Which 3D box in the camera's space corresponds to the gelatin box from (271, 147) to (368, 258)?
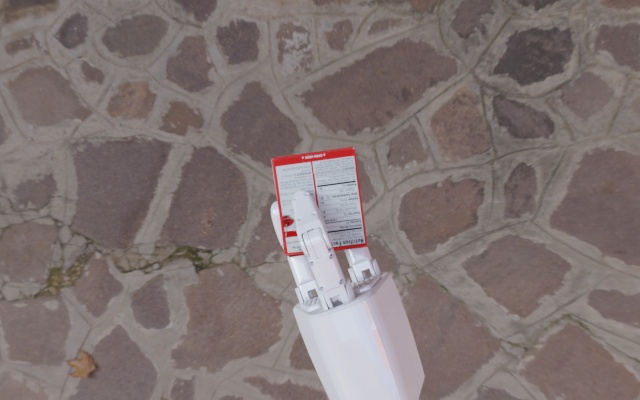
[{"bbox_3d":[0.000,0.001,0.422,0.073,0.089,0.030,-8,2,4],"label":"gelatin box"}]
